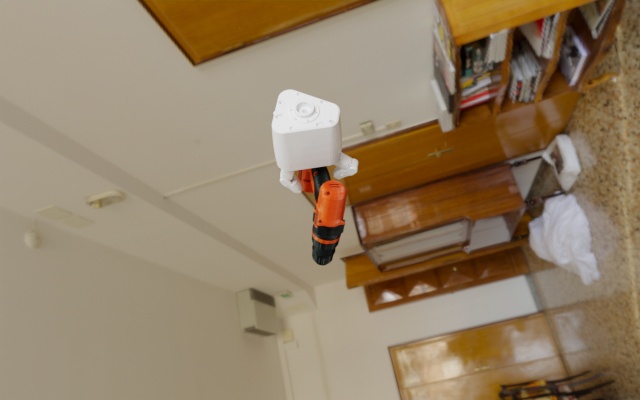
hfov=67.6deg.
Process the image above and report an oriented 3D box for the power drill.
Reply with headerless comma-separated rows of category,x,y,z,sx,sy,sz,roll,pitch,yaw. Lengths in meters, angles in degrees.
power drill,0.000,0.002,0.893,0.057,0.185,0.187,-2,40,-15
